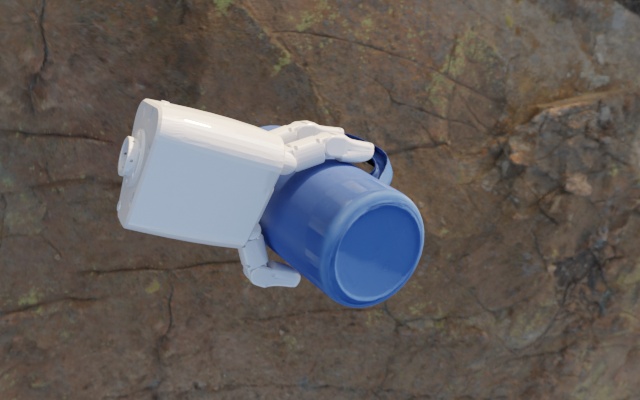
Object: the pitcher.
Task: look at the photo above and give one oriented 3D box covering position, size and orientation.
[{"bbox_3d":[0.000,0.002,0.497,0.145,0.149,0.242,12,11,-33],"label":"pitcher"}]
